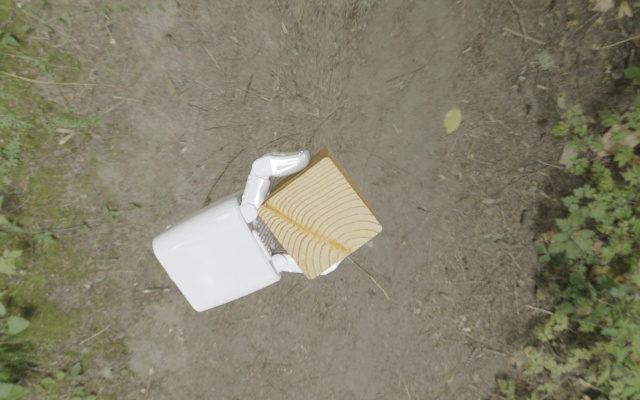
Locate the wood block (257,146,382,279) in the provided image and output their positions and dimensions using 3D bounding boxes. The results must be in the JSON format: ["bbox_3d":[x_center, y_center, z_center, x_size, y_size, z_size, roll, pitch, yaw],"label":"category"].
[{"bbox_3d":[0.000,0.002,0.555,0.090,0.091,0.206,-36,7,6],"label":"wood block"}]
